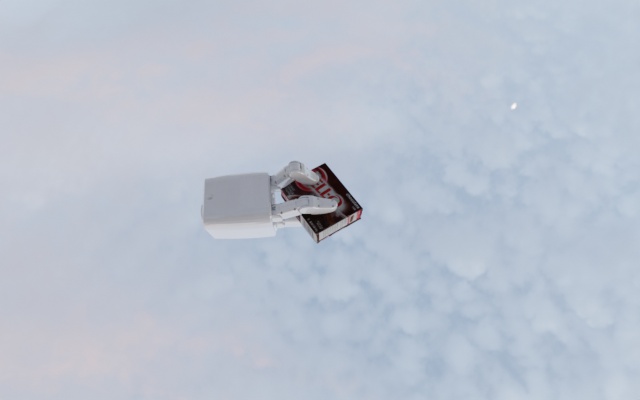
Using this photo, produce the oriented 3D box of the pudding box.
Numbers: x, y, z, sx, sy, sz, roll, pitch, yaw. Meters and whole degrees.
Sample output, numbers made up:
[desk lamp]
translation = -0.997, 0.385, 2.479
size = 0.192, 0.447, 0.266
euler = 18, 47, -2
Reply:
[pudding box]
translation = 0.000, 0.003, 0.775
size = 0.090, 0.113, 0.039
euler = -29, -27, -17
